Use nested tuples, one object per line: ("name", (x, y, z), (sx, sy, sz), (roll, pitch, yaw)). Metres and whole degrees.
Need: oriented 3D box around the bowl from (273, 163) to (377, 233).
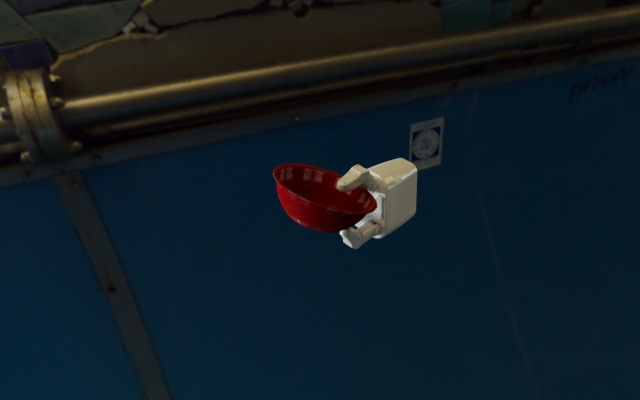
("bowl", (-0.001, 0.003, 0.713), (0.162, 0.055, 0.162), (17, 21, -7))
